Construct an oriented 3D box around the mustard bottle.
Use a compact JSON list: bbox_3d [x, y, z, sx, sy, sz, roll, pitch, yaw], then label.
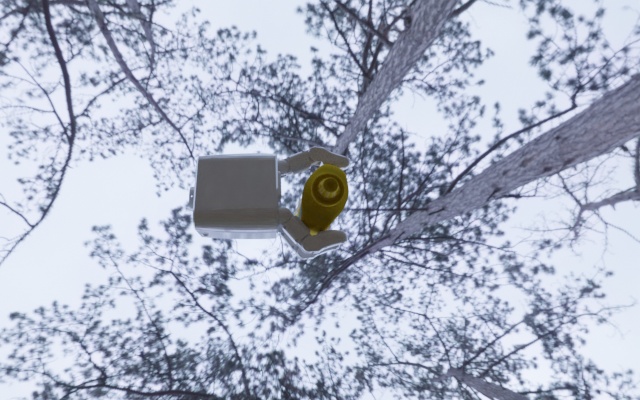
[{"bbox_3d":[0.000,0.002,0.651,0.058,0.096,0.192,23,-14,-1],"label":"mustard bottle"}]
